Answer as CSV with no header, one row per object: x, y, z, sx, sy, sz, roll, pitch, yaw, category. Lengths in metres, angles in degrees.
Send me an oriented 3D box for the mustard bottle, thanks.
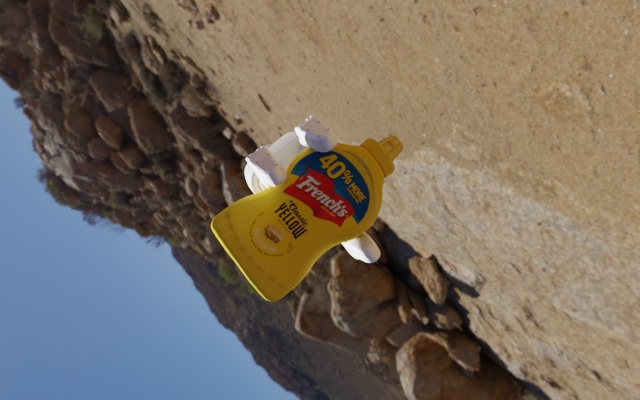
0.000,0.002,0.453,0.191,0.096,0.058,-38,-8,-7,mustard bottle
